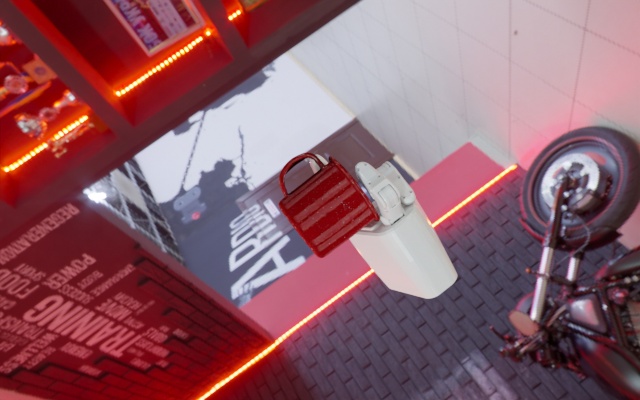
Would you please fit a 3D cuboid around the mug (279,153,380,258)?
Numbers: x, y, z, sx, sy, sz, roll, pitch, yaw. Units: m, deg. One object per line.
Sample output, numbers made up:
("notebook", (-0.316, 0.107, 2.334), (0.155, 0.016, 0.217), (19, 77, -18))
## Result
("mug", (-0.001, 0.001, 0.537), (0.081, 0.117, 0.093), (-38, 15, -3))
